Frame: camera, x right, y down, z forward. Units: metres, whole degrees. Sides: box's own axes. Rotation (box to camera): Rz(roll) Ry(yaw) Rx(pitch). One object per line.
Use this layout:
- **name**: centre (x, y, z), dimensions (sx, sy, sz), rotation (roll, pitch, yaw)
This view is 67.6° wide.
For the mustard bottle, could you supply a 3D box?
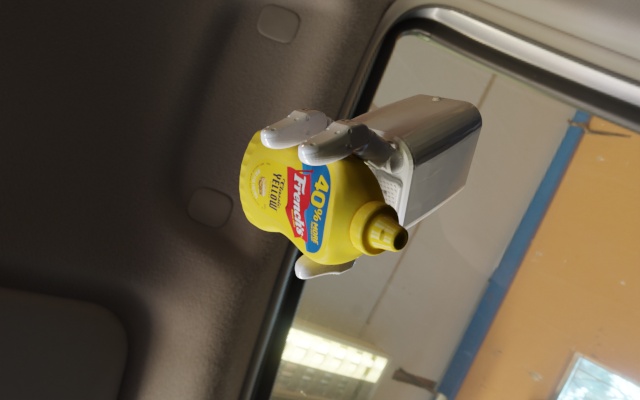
- **mustard bottle**: centre (0.000, 0.001, 0.411), dimensions (0.058, 0.096, 0.191), rotation (-1, 17, -39)
